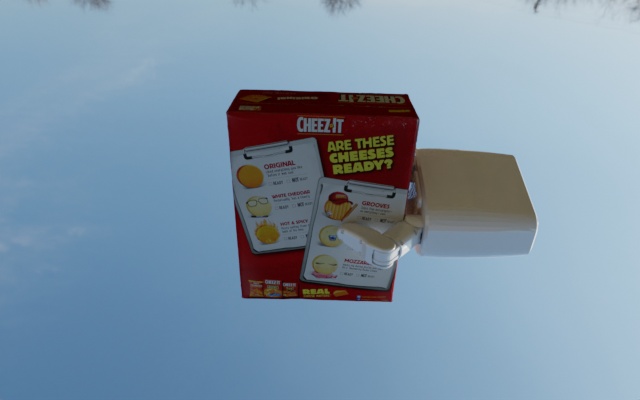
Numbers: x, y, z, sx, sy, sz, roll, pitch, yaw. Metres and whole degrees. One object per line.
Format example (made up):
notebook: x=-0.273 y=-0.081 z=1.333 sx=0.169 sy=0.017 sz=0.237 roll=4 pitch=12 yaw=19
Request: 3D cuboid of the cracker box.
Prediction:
cracker box: x=0.000 y=0.002 z=0.479 sx=0.164 sy=0.214 sz=0.072 roll=2 pitch=32 yaw=0
